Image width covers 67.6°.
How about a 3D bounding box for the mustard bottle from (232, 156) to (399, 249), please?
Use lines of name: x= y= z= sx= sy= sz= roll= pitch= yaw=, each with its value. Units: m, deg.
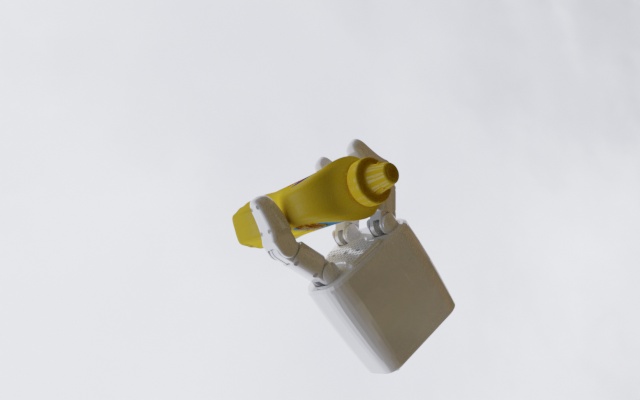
mustard bottle: x=0.000 y=0.001 z=0.454 sx=0.096 sy=0.058 sz=0.192 roll=-12 pitch=-6 yaw=-40
